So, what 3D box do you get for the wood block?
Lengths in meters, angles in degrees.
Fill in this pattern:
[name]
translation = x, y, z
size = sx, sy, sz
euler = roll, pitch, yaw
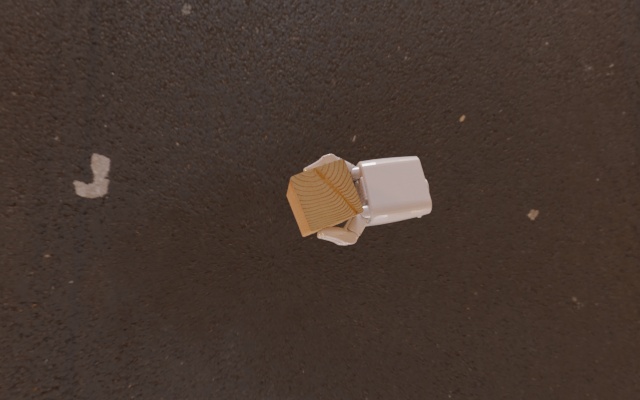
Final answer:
[wood block]
translation = 0.000, 0.002, 0.820
size = 0.090, 0.091, 0.206
euler = -20, -4, -8
